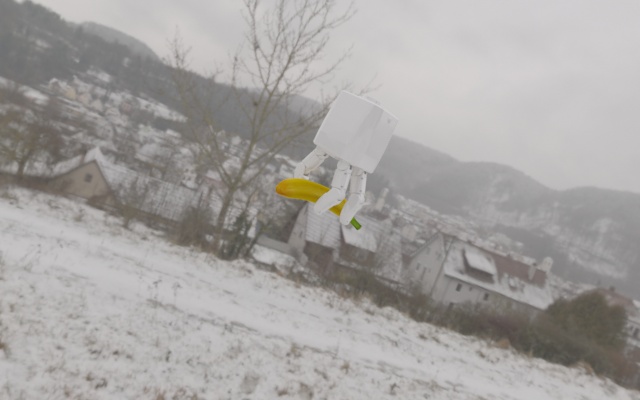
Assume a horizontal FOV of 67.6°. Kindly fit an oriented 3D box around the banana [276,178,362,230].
[{"bbox_3d":[-0.004,-0.005,0.848,0.198,0.037,0.069,24,18,-35],"label":"banana"}]
